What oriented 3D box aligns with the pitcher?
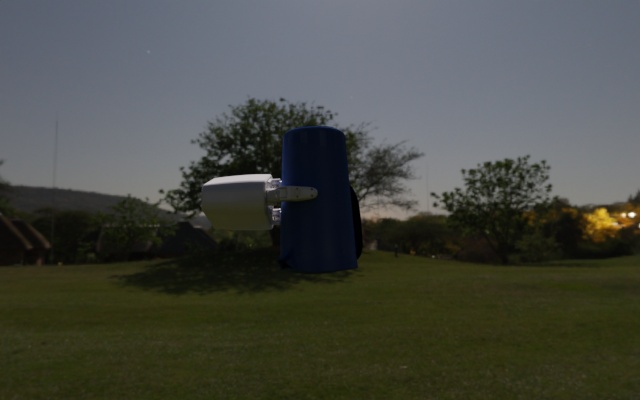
[{"bbox_3d":[0.000,0.003,0.821,0.145,0.243,0.149,-2,-5,2],"label":"pitcher"}]
